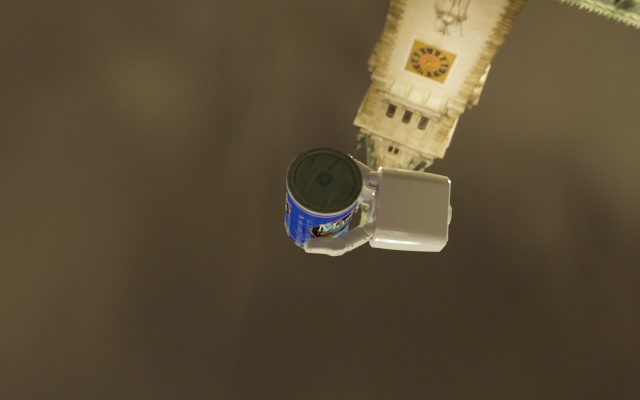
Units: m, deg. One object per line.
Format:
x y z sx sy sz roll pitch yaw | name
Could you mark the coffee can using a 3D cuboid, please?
0.000 0.002 0.695 0.103 0.102 0.140 0 -26 -6 | coffee can
